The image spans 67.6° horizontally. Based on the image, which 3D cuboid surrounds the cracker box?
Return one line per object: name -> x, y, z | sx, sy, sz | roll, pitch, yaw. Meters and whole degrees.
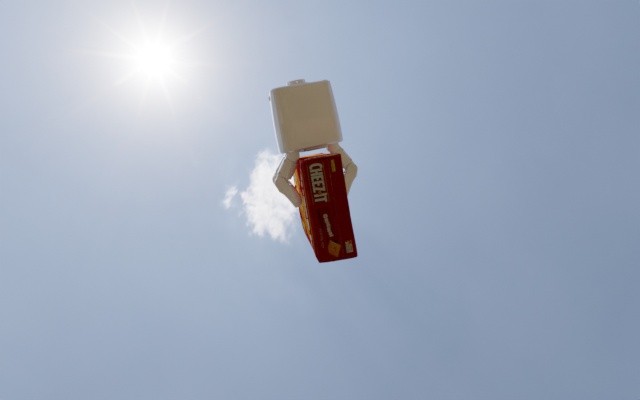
cracker box -> 0.000, 0.003, 0.828 | 0.072, 0.164, 0.213 | -11, 7, -5
